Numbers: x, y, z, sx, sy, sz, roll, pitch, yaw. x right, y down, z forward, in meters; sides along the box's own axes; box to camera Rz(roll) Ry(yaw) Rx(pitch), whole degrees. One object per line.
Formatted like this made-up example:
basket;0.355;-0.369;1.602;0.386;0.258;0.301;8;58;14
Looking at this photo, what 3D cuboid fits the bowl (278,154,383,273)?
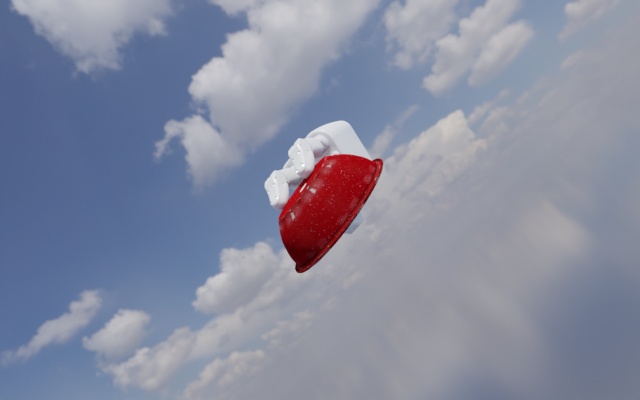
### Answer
bowl;0.000;0.002;0.544;0.055;0.162;0.162;37;-6;-9
